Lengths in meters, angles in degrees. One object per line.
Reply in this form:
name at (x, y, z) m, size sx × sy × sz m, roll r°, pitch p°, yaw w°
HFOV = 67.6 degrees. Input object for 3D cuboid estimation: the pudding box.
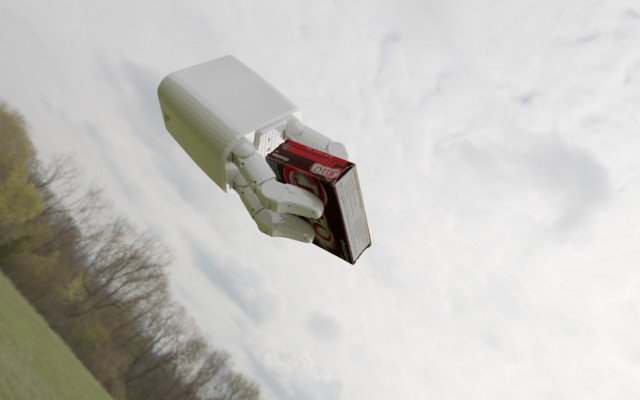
pudding box at (0.000, 0.001, 0.477) m, size 0.090 × 0.114 × 0.039 m, roll 25°, pitch 57°, yaw 37°
